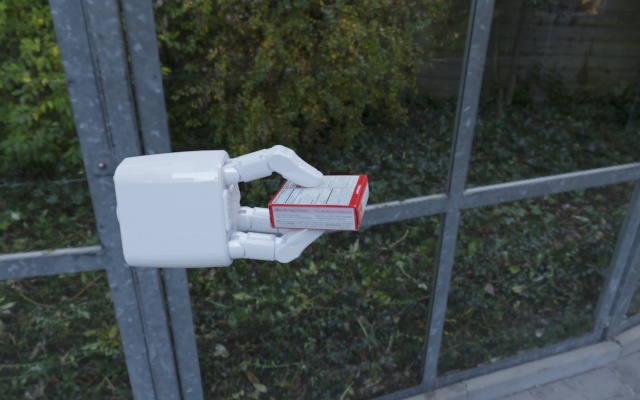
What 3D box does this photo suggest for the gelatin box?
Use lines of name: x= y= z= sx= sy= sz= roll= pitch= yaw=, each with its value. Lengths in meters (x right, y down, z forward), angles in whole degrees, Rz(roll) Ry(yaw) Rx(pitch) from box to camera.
gelatin box: x=0.000 y=0.001 z=0.484 sx=0.089 sy=0.030 sz=0.073 roll=0 pitch=26 yaw=14
